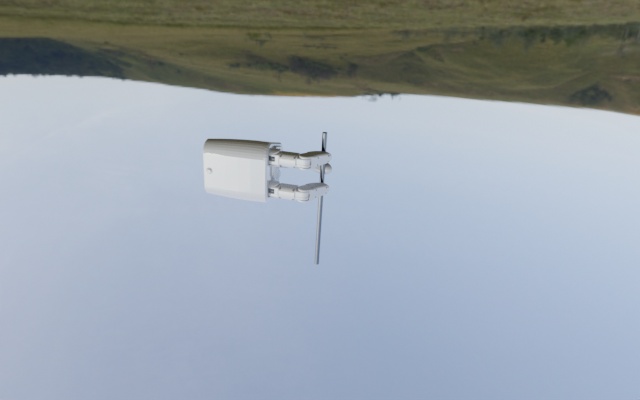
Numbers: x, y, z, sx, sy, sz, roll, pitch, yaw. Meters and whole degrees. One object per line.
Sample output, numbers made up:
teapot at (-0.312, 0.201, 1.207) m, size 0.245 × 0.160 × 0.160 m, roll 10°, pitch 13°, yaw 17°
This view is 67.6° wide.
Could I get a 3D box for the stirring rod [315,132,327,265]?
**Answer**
stirring rod at (0.000, 0.003, 0.801) m, size 0.011 × 0.240 × 0.011 m, roll 3°, pitch 24°, yaw -1°
